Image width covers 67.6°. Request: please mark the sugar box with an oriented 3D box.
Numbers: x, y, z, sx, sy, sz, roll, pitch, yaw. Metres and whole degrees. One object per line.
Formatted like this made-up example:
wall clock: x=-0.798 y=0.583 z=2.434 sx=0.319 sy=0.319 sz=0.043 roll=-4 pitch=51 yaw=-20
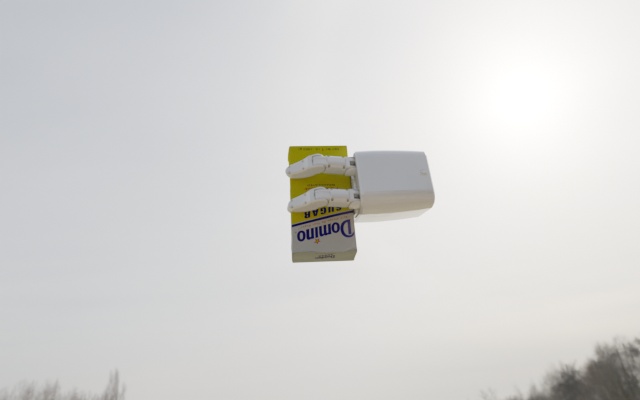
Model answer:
sugar box: x=0.000 y=0.002 z=0.708 sx=0.093 sy=0.176 sz=0.048 roll=-2 pitch=-29 yaw=-5
